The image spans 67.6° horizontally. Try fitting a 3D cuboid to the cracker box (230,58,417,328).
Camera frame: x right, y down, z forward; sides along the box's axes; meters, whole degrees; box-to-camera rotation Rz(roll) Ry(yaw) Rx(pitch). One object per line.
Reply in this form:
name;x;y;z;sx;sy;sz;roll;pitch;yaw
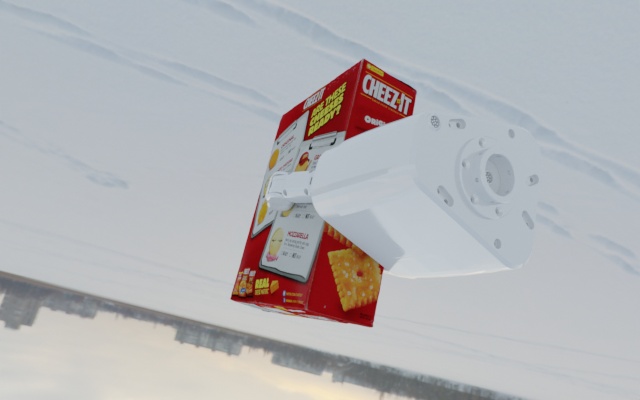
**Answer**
cracker box;0.000;0.002;0.451;0.072;0.213;0.164;22;-18;-26
